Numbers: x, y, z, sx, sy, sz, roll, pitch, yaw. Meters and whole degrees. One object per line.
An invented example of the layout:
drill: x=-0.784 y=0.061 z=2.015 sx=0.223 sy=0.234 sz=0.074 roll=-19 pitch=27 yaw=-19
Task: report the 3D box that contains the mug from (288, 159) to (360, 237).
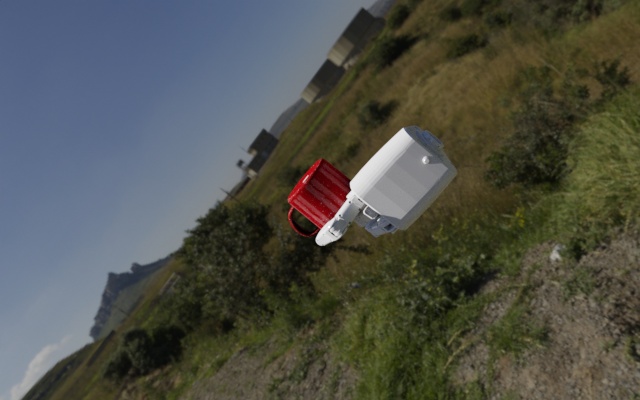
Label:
mug: x=-0.001 y=0.003 z=0.694 sx=0.081 sy=0.117 sz=0.093 roll=39 pitch=22 yaw=-8
